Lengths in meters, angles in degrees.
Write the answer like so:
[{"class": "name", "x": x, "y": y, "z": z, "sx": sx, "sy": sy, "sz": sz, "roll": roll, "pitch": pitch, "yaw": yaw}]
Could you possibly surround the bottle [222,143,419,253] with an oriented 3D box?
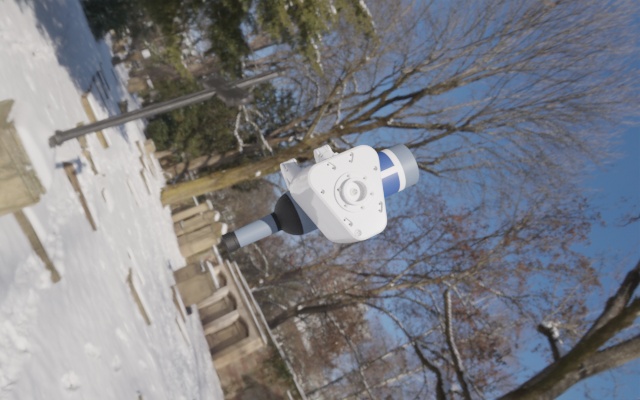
[{"class": "bottle", "x": 0.000, "y": 0.002, "z": 0.689, "sx": 0.295, "sy": 0.069, "sz": 0.069, "roll": -24, "pitch": 6, "yaw": -14}]
